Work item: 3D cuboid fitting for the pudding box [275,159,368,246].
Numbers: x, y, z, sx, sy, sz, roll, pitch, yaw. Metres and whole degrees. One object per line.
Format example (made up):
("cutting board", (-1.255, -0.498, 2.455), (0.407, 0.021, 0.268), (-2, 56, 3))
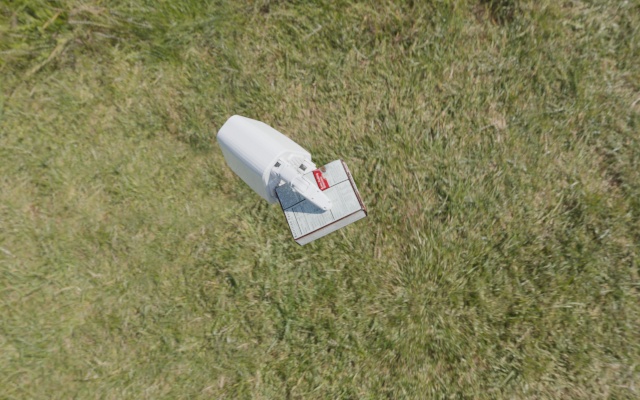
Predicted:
("pudding box", (0.000, 0.002, 0.695), (0.113, 0.090, 0.039), (-25, -20, 8))
